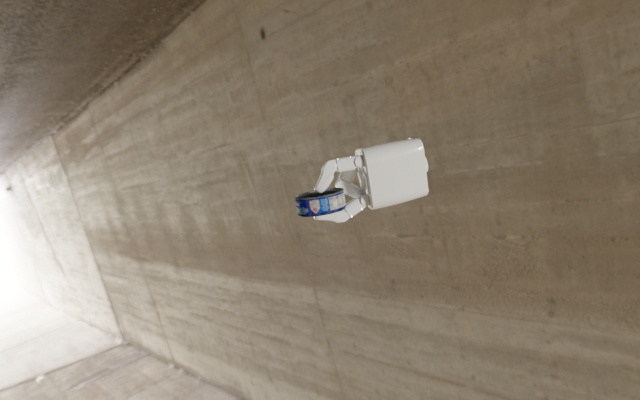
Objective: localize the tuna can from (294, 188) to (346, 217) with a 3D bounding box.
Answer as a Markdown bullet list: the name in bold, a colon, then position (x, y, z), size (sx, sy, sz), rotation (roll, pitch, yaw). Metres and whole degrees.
- **tuna can**: position (0.000, 0.003, 0.819), size (0.086, 0.034, 0.086), rotation (-9, 8, 1)
